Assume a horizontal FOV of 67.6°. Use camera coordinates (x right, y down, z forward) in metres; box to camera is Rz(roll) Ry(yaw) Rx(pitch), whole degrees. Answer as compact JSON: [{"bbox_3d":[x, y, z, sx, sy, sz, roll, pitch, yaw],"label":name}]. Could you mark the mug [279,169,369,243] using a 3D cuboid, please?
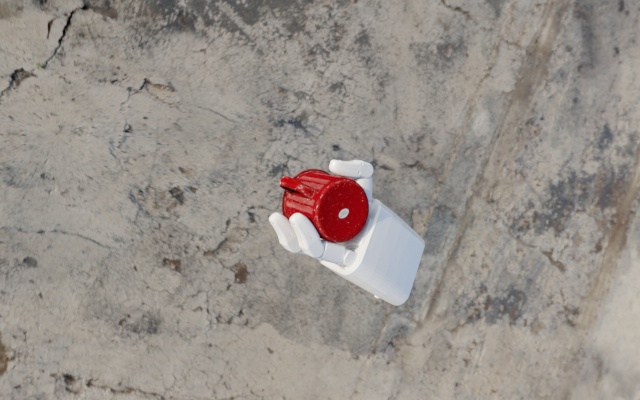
[{"bbox_3d":[-0.001,0.001,0.608,0.117,0.093,0.081,35,-10,-29],"label":"mug"}]
